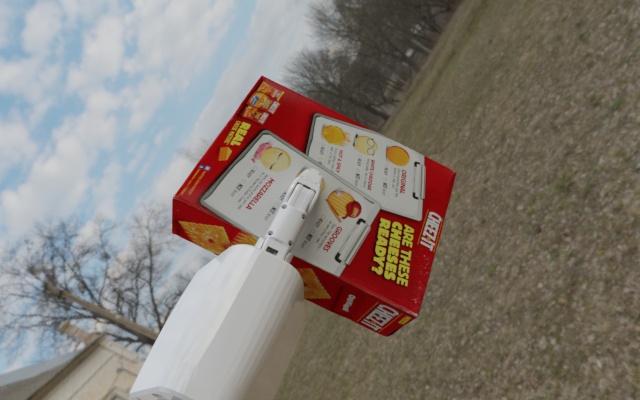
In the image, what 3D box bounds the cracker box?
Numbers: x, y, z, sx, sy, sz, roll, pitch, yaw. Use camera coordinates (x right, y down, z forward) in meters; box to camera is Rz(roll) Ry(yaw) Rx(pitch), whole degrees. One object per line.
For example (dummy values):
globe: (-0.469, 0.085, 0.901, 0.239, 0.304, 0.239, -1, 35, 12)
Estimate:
cracker box: (0.000, 0.001, 0.439, 0.214, 0.164, 0.072, 26, -35, -1)
